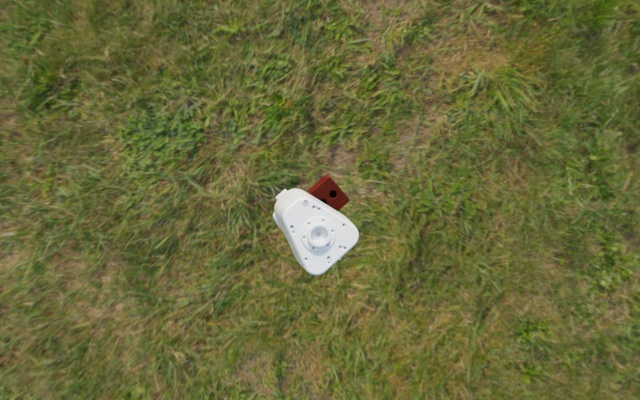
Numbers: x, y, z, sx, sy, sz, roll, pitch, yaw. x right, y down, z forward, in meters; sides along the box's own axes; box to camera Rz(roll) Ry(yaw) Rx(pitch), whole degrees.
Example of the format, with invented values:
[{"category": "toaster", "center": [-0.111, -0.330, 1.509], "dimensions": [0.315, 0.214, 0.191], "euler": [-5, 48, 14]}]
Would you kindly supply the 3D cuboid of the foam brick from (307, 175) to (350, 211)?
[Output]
[{"category": "foam brick", "center": [0.000, 0.002, 0.787], "dimensions": [0.078, 0.053, 0.051], "euler": [-42, 10, -4]}]
